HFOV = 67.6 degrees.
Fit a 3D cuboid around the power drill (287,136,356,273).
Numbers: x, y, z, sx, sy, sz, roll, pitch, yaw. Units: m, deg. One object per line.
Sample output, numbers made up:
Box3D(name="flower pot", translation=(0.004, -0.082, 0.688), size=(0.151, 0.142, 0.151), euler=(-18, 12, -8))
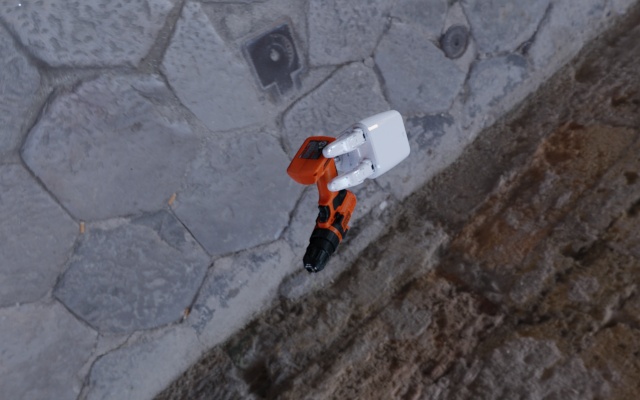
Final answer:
Box3D(name="power drill", translation=(0.000, 0.002, 0.796), size=(0.057, 0.188, 0.184), euler=(6, 45, 22))
